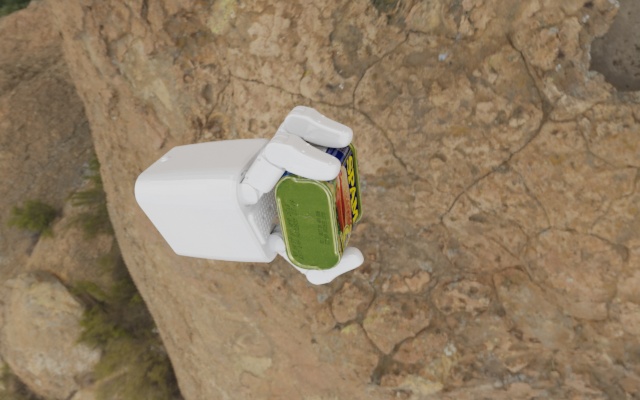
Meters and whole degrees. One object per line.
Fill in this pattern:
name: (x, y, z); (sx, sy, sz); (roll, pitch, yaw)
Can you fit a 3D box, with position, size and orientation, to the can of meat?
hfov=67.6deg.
can of meat: (0.000, 0.002, 0.440); (0.057, 0.102, 0.084); (2, 32, 18)
